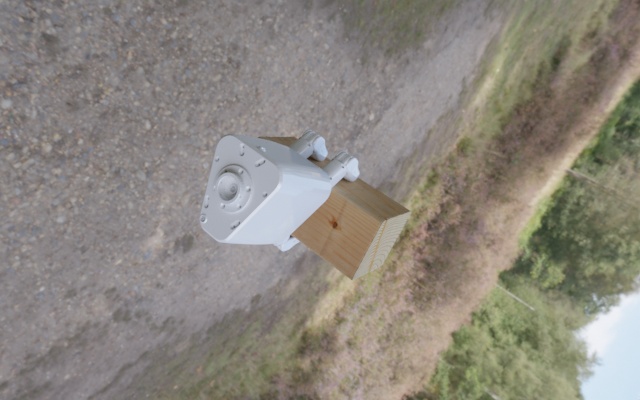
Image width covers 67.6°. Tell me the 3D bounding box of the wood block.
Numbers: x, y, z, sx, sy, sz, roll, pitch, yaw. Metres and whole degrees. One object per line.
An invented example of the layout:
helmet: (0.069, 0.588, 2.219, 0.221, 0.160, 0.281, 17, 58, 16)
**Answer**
wood block: (0.000, 0.002, 0.634, 0.206, 0.091, 0.090, 35, 24, 24)
